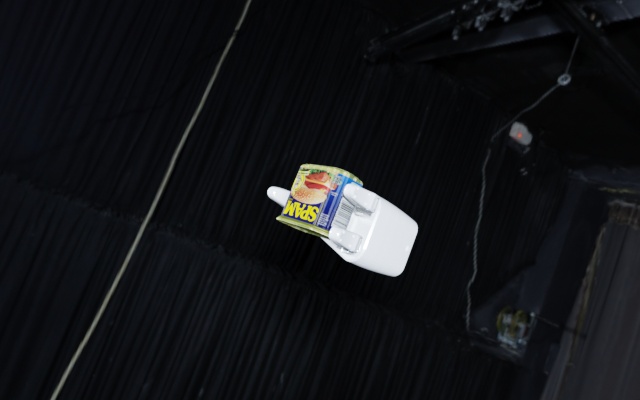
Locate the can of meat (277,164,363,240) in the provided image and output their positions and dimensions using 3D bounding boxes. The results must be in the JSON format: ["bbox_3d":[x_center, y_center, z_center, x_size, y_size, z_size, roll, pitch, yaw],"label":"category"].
[{"bbox_3d":[0.000,0.002,0.625,0.057,0.084,0.102,27,-9,-38],"label":"can of meat"}]
